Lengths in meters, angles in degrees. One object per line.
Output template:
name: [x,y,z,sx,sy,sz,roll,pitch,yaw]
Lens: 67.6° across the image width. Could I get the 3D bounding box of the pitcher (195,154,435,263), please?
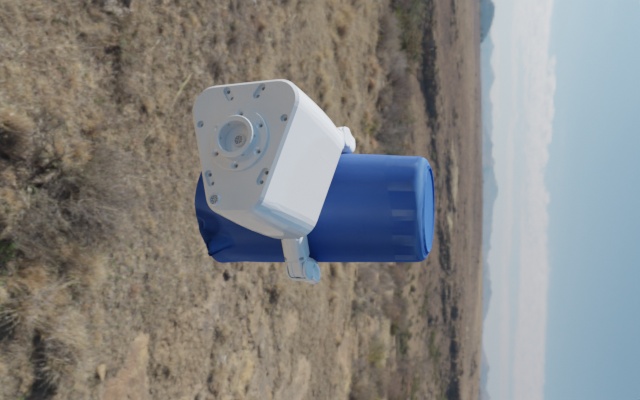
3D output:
pitcher: [0.000,0.002,0.533,0.243,0.149,0.145,1,-14,20]
